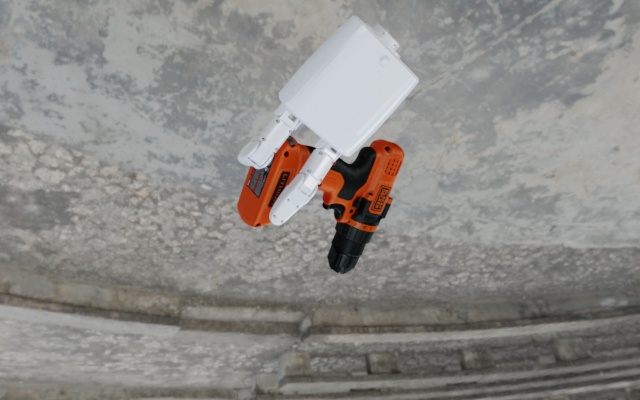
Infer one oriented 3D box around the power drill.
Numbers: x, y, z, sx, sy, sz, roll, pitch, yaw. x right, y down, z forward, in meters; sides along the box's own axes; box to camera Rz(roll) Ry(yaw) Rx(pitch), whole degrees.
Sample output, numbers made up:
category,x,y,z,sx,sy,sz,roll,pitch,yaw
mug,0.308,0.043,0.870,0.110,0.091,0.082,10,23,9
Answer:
category,x,y,z,sx,sy,sz,roll,pitch,yaw
power drill,0.000,0.002,0.568,0.188,0.184,0.057,9,18,-38
